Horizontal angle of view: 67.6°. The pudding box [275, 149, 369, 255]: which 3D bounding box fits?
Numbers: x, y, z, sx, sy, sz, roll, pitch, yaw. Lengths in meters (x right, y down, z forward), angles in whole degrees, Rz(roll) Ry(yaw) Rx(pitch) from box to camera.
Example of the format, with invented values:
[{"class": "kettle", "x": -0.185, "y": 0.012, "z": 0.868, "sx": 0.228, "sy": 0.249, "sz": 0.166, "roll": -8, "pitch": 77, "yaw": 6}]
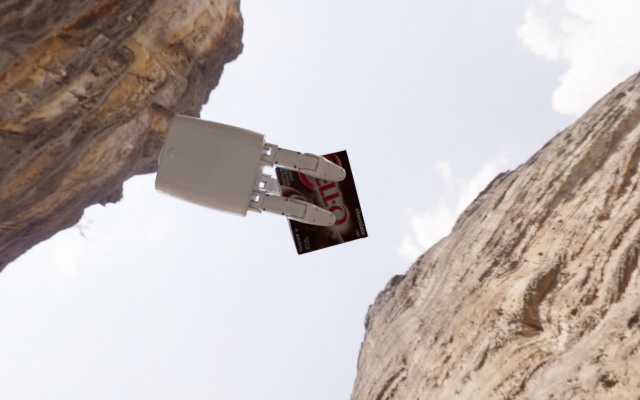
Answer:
[{"class": "pudding box", "x": 0.000, "y": 0.002, "z": 0.584, "sx": 0.090, "sy": 0.113, "sz": 0.039, "roll": -14, "pitch": 0, "yaw": -9}]
